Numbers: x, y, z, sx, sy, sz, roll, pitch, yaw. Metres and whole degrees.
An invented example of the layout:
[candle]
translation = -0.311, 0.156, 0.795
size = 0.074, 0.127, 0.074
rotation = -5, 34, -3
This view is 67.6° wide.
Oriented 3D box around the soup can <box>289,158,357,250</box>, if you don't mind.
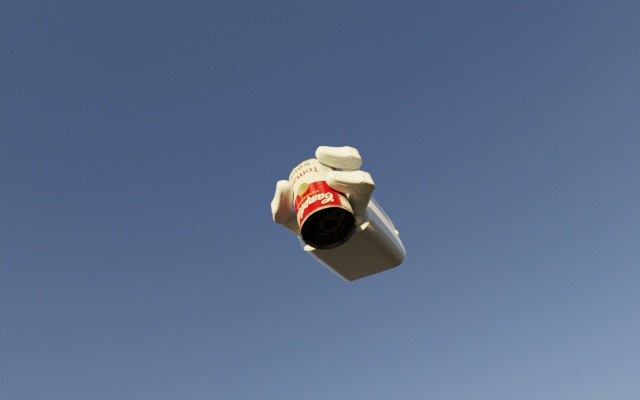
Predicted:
[soup can]
translation = 0.000, 0.002, 0.598
size = 0.068, 0.069, 0.102
rotation = 0, 38, -14
